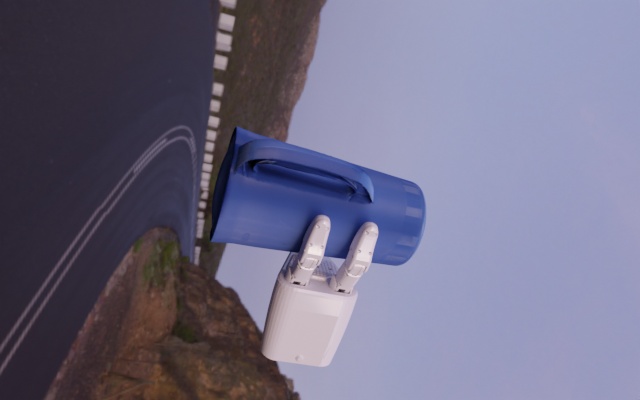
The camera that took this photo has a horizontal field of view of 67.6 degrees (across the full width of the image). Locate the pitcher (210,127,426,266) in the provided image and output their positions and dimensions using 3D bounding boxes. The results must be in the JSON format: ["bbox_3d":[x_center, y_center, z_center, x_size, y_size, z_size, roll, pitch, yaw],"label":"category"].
[{"bbox_3d":[0.000,0.002,0.559,0.243,0.145,0.149,12,19,-15],"label":"pitcher"}]
